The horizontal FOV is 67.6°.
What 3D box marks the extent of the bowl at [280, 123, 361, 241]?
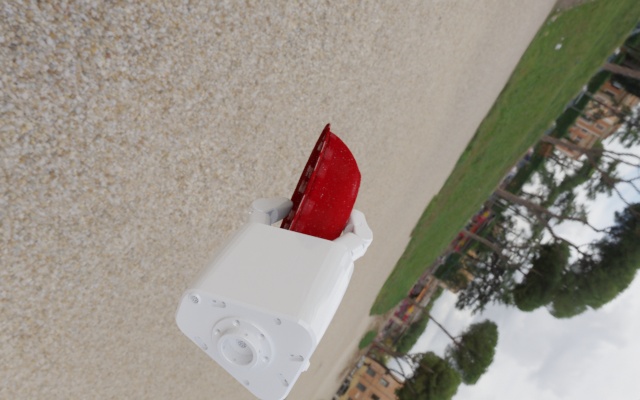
[{"bbox_3d":[0.001,0.001,0.514,0.055,0.162,0.162,22,-3,-7],"label":"bowl"}]
